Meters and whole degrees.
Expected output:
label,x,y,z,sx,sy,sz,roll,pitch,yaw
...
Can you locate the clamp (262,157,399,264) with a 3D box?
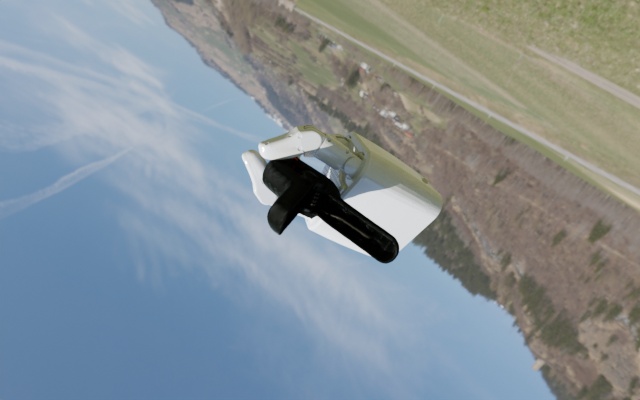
label,x,y,z,sx,sy,sz,roll,pitch,yaw
clamp,0.000,0.002,0.439,0.120,0.039,0.171,27,17,-22
